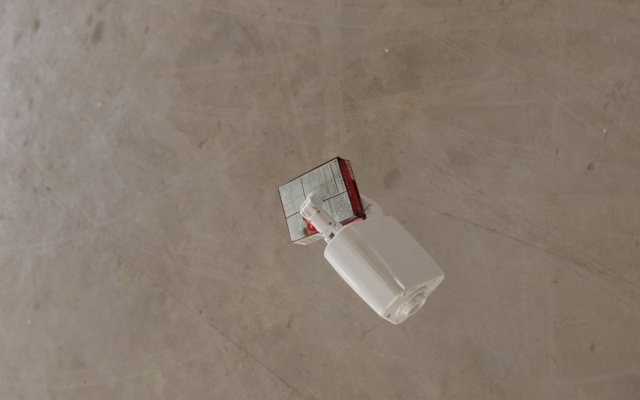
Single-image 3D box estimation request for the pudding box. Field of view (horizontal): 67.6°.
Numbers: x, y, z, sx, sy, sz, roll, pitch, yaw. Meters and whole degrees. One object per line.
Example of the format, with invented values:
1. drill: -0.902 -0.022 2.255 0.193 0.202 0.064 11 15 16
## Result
1. pudding box: 0.000 0.002 0.670 0.113 0.090 0.039 -24 -19 27
